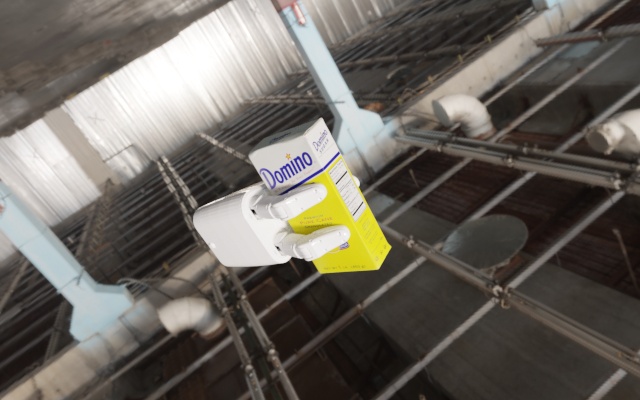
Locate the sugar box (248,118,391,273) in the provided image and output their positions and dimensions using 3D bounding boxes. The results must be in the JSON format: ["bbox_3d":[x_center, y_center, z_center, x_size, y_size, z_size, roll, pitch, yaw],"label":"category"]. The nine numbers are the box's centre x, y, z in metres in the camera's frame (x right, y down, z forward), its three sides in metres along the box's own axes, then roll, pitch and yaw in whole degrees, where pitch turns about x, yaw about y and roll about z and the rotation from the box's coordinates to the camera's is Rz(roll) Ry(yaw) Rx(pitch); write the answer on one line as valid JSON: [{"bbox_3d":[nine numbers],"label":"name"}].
[{"bbox_3d":[0.000,0.002,0.542,0.093,0.176,0.048,-12,29,41],"label":"sugar box"}]
